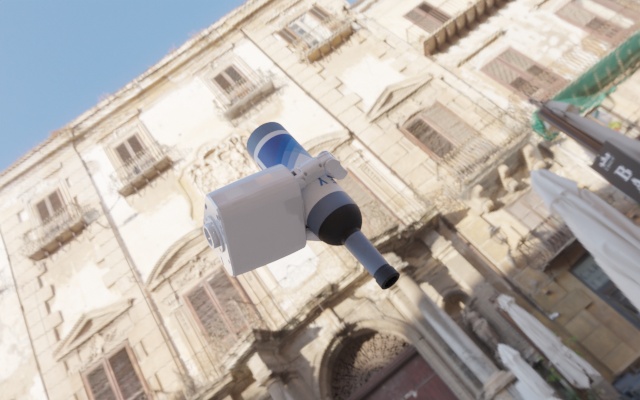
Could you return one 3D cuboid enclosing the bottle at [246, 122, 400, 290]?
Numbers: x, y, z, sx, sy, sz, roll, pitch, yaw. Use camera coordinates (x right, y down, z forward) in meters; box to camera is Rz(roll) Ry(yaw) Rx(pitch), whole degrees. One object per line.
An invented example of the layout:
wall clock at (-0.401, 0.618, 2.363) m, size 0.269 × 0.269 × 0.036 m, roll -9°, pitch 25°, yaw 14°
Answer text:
bottle at (0.000, 0.002, 0.631) m, size 0.069 × 0.069 × 0.295 m, roll 0°, pitch 39°, yaw -45°
